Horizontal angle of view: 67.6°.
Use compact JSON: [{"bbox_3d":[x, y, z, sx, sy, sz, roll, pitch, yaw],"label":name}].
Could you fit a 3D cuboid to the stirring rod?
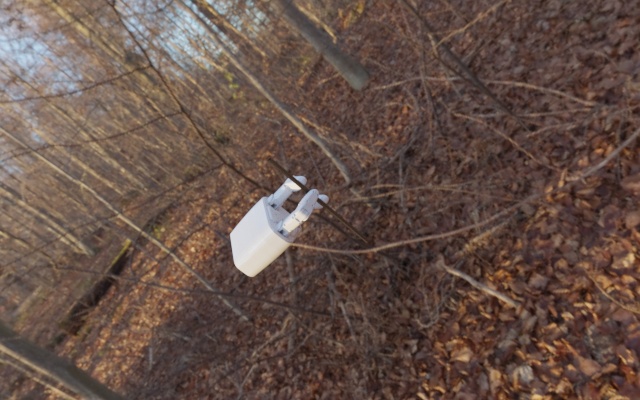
[{"bbox_3d":[0.000,0.003,0.852,0.239,0.011,0.011,40,-15,-19],"label":"stirring rod"}]
